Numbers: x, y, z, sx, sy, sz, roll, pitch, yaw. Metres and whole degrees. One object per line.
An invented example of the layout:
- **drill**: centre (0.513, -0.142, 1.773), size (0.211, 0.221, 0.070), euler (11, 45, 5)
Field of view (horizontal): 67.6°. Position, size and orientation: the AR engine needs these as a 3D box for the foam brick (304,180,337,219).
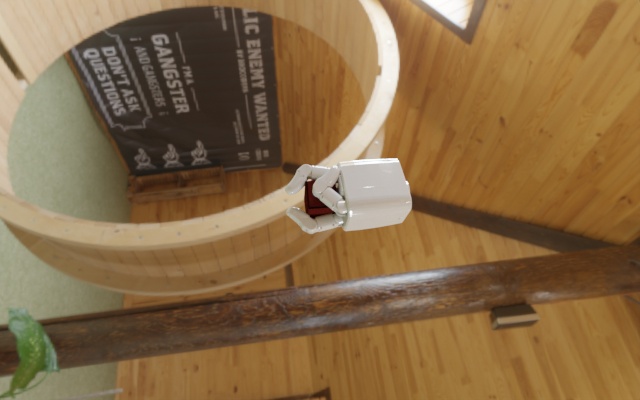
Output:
- **foam brick**: centre (0.000, 0.003, 0.826), size (0.051, 0.053, 0.078), euler (-6, -20, -6)
